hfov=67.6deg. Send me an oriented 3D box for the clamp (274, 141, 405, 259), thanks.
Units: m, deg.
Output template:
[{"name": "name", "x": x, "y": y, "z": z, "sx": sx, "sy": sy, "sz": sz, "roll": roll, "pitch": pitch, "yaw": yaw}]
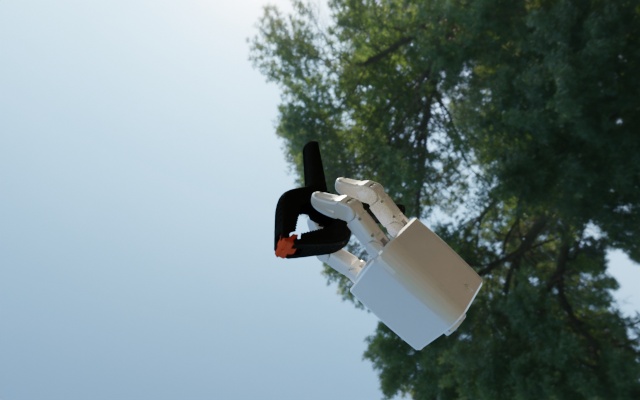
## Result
[{"name": "clamp", "x": 0.000, "y": 0.003, "z": 0.582, "sx": 0.164, "sy": 0.036, "sz": 0.210, "roll": 41, "pitch": 37, "yaw": 14}]
